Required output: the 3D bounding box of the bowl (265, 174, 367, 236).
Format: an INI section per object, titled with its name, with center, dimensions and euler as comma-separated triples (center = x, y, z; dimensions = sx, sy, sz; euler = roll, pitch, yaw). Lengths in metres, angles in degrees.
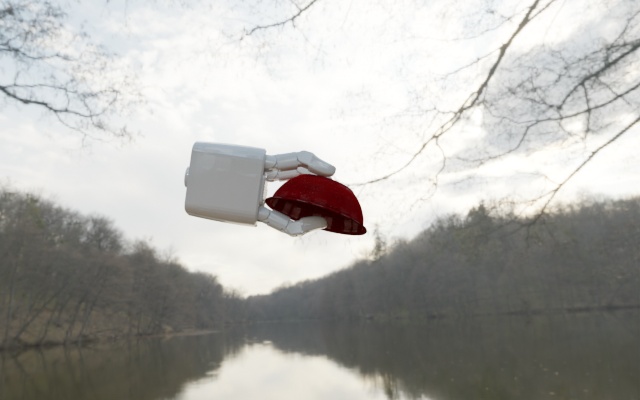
[bowl]
center = 0.001, 0.002, 0.727
dimensions = 0.162, 0.055, 0.162
euler = 17, -14, 4
